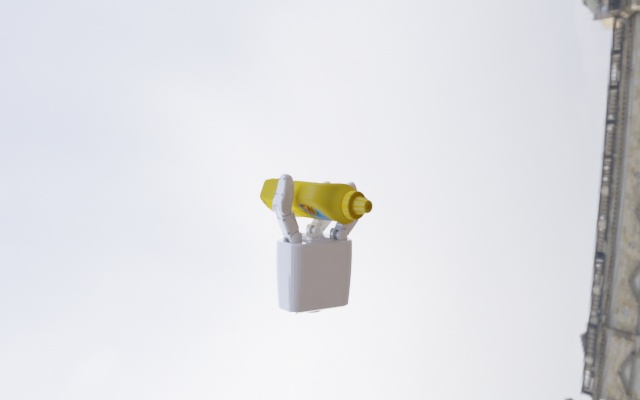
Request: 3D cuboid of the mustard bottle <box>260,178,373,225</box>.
[{"bbox_3d":[0.000,0.002,0.722,0.191,0.058,0.096,6,-16,46],"label":"mustard bottle"}]
